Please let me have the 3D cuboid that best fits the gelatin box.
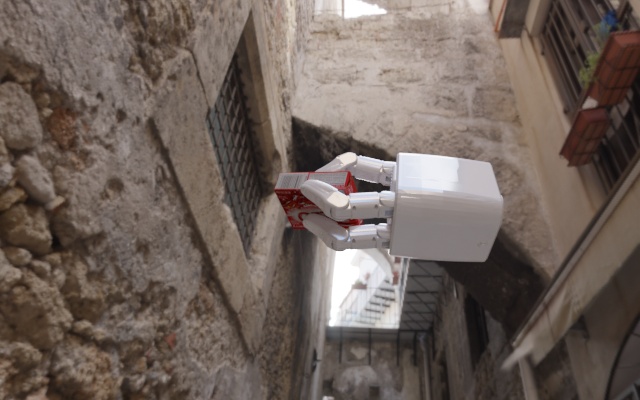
[{"bbox_3d":[0.000,0.001,0.552,0.089,0.030,0.073,0,-41,20],"label":"gelatin box"}]
